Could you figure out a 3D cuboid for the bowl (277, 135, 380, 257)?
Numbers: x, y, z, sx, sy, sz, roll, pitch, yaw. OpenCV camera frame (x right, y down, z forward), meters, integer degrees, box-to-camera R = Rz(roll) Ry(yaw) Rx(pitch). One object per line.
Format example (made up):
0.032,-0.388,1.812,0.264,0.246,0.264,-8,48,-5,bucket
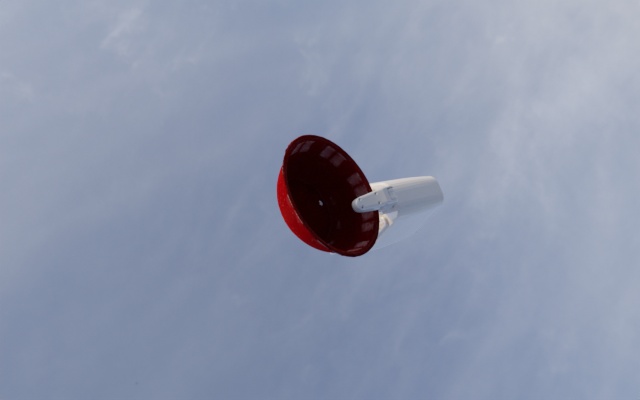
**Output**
-0.001,0.002,0.589,0.055,0.162,0.162,-31,-20,37,bowl
